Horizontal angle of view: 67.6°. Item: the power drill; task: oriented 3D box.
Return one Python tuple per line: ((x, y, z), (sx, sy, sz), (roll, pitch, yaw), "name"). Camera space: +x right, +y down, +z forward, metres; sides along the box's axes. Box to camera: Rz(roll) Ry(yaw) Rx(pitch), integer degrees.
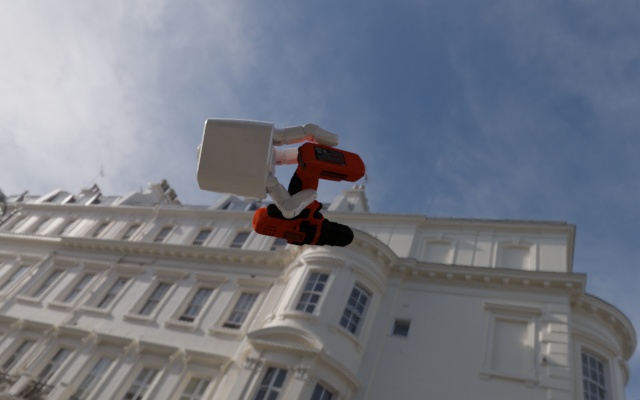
((0.000, 0.002, 0.783), (0.184, 0.188, 0.057), (10, 39, -23), "power drill")
